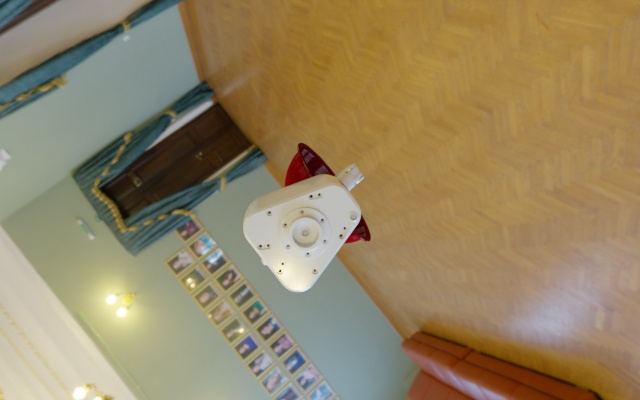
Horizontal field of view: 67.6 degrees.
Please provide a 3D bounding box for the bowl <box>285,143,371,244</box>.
[{"bbox_3d":[0.000,0.002,0.648,0.055,0.162,0.162,-36,-9,12],"label":"bowl"}]
